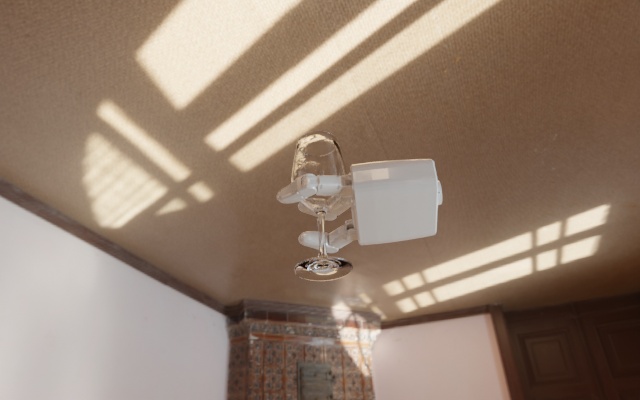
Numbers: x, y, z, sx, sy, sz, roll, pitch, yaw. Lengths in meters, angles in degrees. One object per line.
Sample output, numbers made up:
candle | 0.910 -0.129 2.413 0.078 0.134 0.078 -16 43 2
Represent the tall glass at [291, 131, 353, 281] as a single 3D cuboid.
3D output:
tall glass | 0.000 0.003 0.649 0.079 0.201 0.079 -2 -31 -1
